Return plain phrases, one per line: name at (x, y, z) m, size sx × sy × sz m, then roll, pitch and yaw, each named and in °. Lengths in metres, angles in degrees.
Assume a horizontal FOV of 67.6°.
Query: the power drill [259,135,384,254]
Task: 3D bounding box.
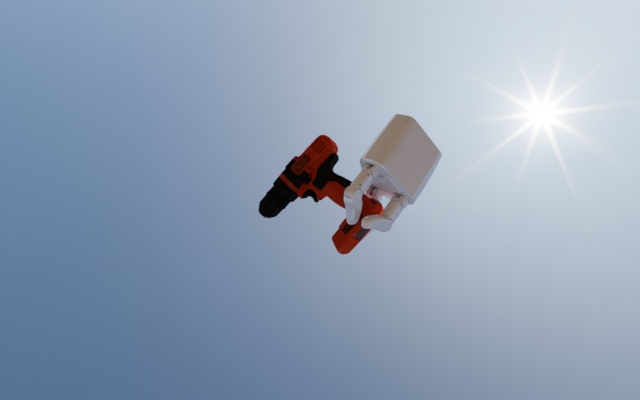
power drill at (0.001, 0.003, 0.819) m, size 0.187 × 0.184 × 0.057 m, roll 45°, pitch 7°, yaw 24°
